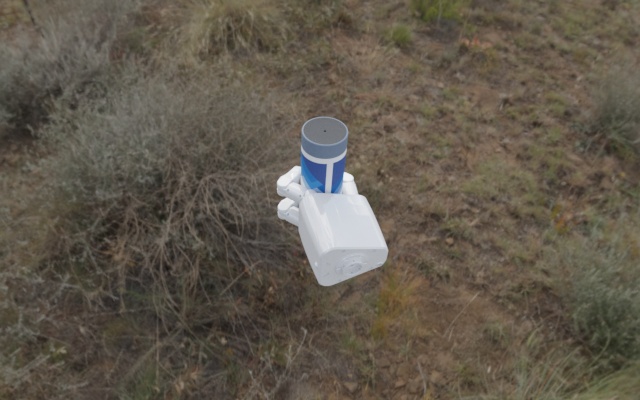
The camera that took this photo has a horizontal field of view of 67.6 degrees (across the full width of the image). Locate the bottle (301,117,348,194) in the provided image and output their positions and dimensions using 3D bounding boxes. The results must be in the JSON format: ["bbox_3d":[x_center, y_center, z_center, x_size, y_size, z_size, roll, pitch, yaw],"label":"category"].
[{"bbox_3d":[0.000,0.002,0.782,0.069,0.069,0.296,0,-43,-3],"label":"bottle"}]
